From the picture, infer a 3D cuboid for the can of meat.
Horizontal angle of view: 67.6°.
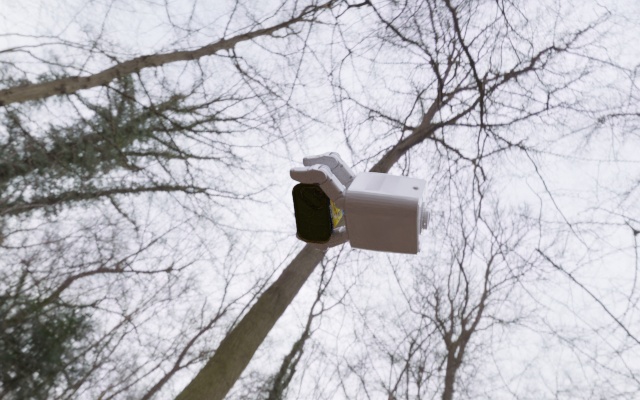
[{"bbox_3d":[0.000,0.002,0.750,0.057,0.102,0.084,4,28,20],"label":"can of meat"}]
